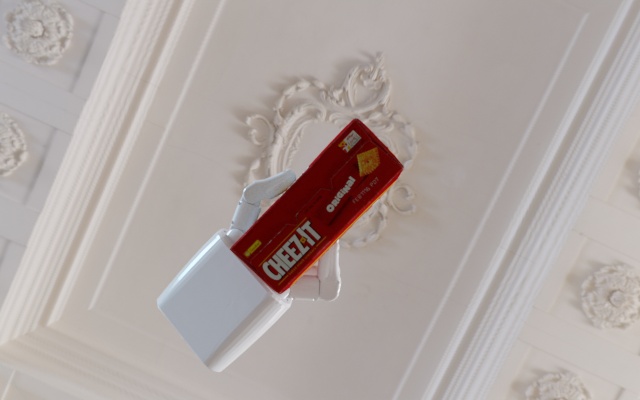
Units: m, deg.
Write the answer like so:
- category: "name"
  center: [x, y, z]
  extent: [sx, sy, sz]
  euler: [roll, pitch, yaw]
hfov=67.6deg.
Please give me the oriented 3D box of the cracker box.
- category: "cracker box"
  center: [0.000, 0.002, 0.524]
  extent: [0.072, 0.164, 0.213]
  euler: [43, 3, -2]
